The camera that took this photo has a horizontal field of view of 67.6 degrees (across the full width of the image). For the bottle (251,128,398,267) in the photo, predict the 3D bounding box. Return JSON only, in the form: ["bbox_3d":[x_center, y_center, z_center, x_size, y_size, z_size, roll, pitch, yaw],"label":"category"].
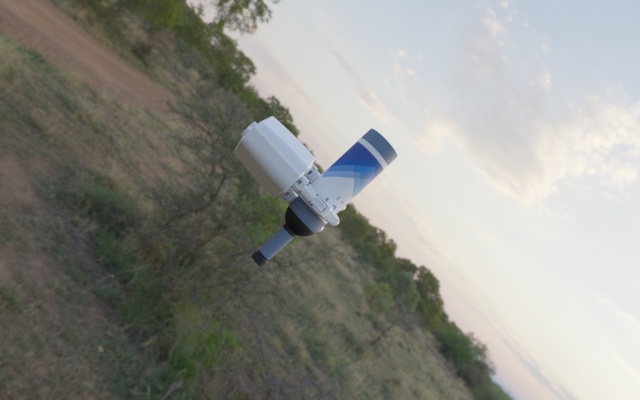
[{"bbox_3d":[0.000,0.003,0.805,0.295,0.069,0.069,-43,0,-1],"label":"bottle"}]
